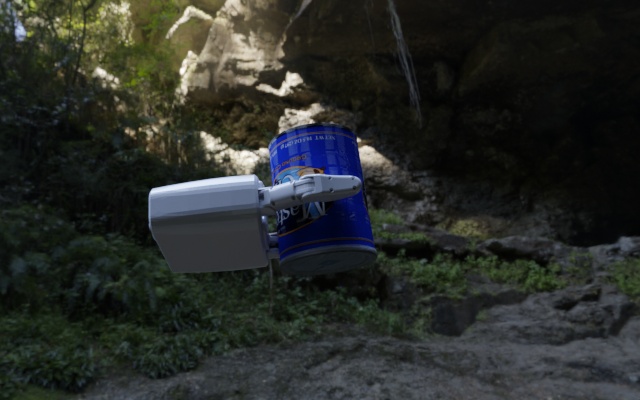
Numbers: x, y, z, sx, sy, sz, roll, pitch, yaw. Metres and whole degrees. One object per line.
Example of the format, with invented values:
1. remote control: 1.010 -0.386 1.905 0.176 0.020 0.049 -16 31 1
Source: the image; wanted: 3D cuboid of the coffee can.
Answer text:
1. coffee can: 0.000 0.002 0.521 0.103 0.140 0.103 -7 -20 -2
